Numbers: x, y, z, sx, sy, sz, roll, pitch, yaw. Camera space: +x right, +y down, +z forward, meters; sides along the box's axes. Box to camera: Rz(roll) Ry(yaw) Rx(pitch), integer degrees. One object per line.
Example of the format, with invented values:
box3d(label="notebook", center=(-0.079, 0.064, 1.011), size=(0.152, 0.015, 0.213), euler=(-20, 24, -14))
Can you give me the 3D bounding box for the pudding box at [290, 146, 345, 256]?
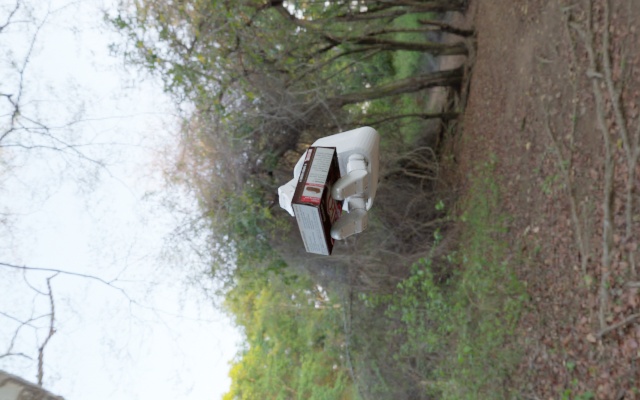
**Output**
box3d(label="pudding box", center=(0.000, 0.002, 0.588), size=(0.039, 0.090, 0.114), euler=(4, -35, 15))
